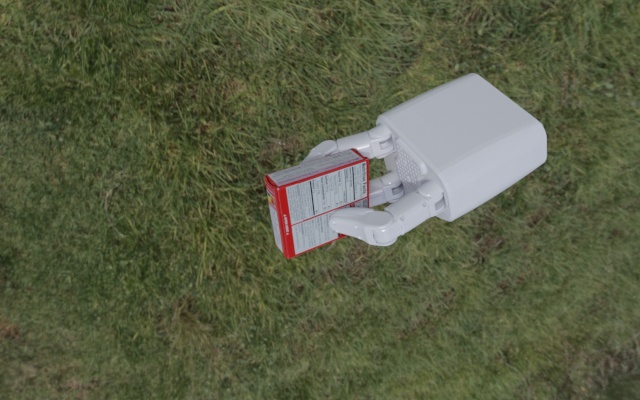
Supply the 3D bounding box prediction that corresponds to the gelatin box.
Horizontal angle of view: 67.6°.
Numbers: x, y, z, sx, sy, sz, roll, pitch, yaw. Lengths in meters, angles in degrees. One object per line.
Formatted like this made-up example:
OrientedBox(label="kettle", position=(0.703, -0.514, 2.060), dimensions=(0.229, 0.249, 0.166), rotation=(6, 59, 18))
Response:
OrientedBox(label="gelatin box", position=(0.000, 0.002, 0.419), dimensions=(0.089, 0.073, 0.030), rotation=(-20, 35, -21))
